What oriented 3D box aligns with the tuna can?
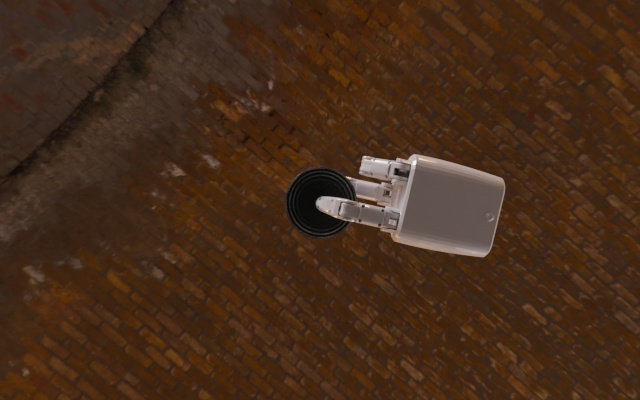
[{"bbox_3d":[0.000,0.002,0.580,0.086,0.086,0.034,0,5,-3],"label":"tuna can"}]
